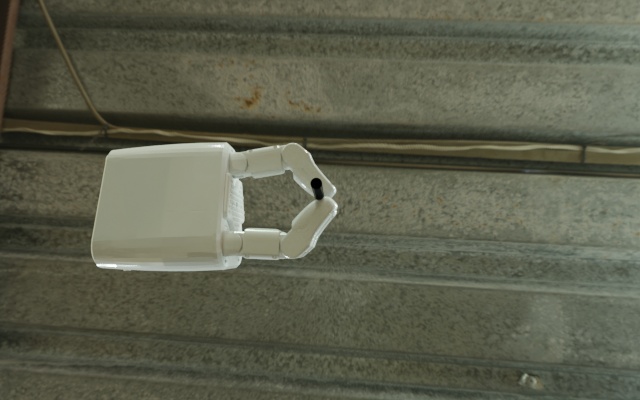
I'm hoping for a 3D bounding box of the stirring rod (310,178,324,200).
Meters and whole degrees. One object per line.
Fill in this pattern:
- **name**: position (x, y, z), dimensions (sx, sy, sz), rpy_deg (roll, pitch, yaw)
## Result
- **stirring rod**: position (0.000, 0.001, 0.441), dimensions (0.011, 0.011, 0.239), rpy_deg (0, -6, 1)
